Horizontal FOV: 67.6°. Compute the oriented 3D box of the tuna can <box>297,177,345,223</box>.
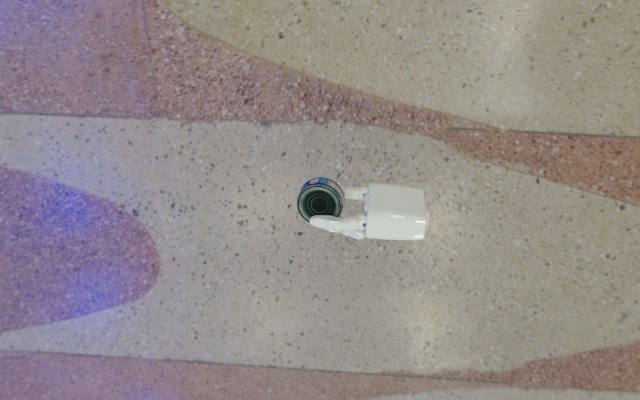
[{"bbox_3d":[0.000,0.003,0.872,0.086,0.086,0.033,0,25,10],"label":"tuna can"}]
